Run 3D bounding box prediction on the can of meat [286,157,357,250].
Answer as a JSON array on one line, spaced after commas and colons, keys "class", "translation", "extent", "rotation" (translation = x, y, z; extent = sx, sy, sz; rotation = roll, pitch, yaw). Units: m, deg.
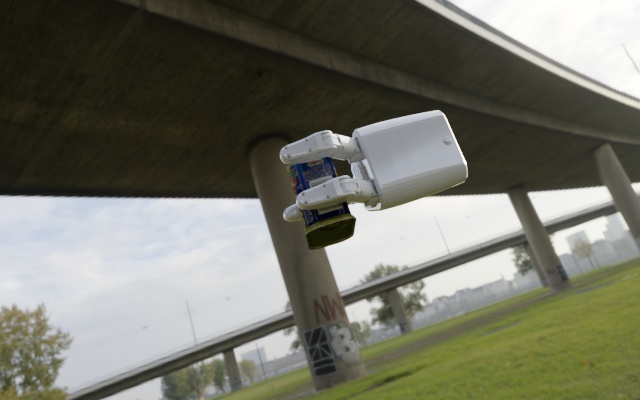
[{"class": "can of meat", "translation": [0.000, 0.002, 0.550], "extent": [0.057, 0.084, 0.102], "rotation": [-17, -17, -4]}]
